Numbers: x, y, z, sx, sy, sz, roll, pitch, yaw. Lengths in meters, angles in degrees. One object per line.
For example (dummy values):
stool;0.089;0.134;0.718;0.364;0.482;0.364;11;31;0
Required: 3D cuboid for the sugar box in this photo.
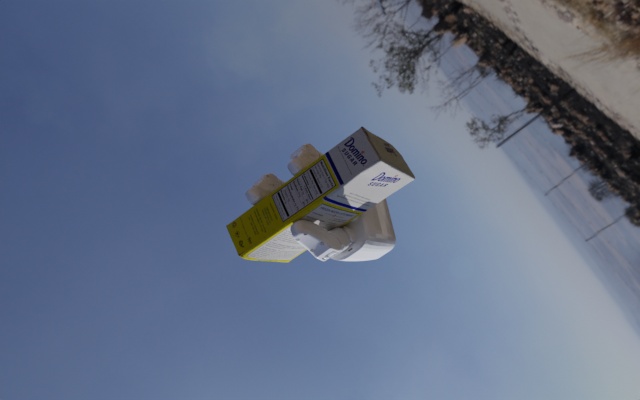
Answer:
sugar box;0.000;0.001;0.485;0.176;0.048;0.093;-37;-24;20
